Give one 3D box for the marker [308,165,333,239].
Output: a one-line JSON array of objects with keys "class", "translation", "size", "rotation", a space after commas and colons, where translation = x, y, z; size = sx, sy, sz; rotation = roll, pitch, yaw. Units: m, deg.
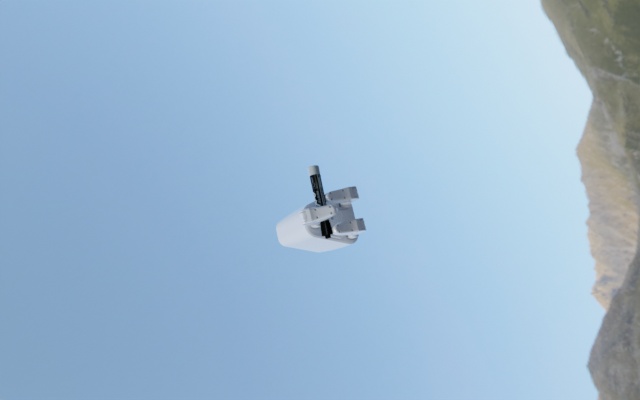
[{"class": "marker", "translation": [0.000, 0.003, 0.775], "size": [0.020, 0.121, 0.020], "rotation": [-12, -11, -2]}]
